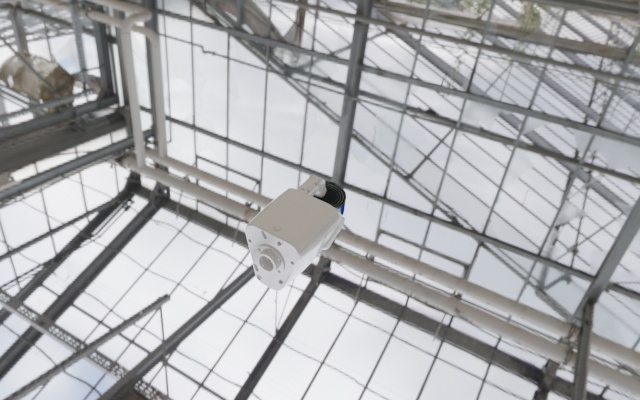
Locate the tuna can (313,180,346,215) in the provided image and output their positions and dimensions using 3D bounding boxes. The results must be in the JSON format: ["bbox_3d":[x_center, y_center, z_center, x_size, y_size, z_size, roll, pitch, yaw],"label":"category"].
[{"bbox_3d":[0.000,0.003,0.817,0.086,0.034,0.086,3,37,-2],"label":"tuna can"}]
